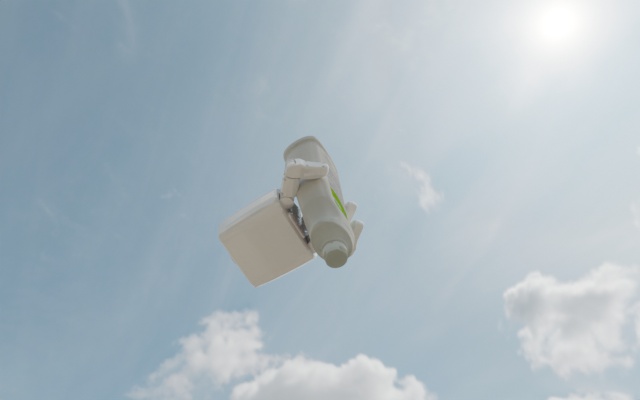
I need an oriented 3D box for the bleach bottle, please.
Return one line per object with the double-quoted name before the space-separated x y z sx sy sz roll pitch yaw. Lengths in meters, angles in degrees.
"bleach bottle" 0.000 0.002 0.688 0.068 0.103 0.250 -30 30 10
